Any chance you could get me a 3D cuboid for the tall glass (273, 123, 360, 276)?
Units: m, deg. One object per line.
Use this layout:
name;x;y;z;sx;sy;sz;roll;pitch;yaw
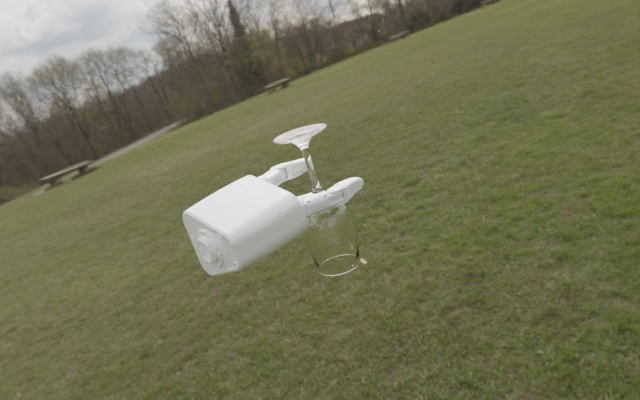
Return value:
tall glass;0.000;0.001;0.655;0.079;0.201;0.079;-15;19;5
